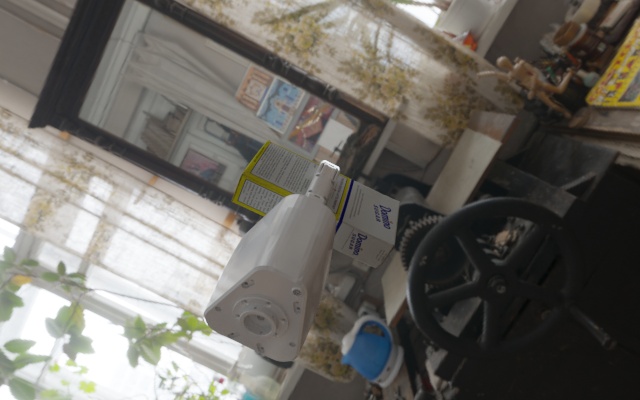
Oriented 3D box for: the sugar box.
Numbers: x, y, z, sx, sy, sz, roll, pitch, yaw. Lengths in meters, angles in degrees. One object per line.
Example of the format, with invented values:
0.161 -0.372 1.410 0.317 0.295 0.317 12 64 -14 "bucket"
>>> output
0.000 0.002 0.538 0.176 0.048 0.093 28 34 -4 "sugar box"
